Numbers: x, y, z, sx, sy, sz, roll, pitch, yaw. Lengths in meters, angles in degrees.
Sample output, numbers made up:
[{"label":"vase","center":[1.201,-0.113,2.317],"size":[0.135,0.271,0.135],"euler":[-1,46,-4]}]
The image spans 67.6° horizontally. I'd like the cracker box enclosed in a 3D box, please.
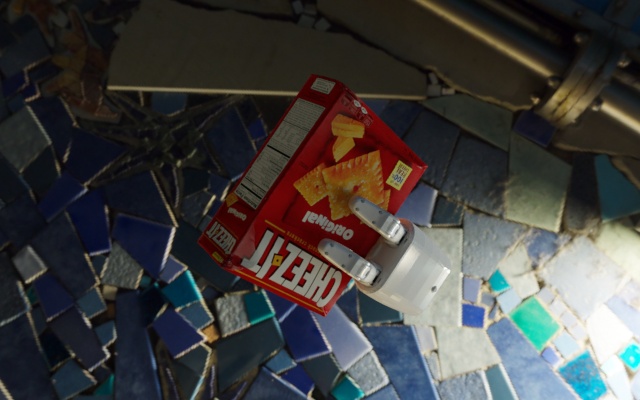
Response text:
[{"label":"cracker box","center":[0.000,0.001,0.517],"size":[0.164,0.213,0.072],"euler":[36,-3,-40]}]
